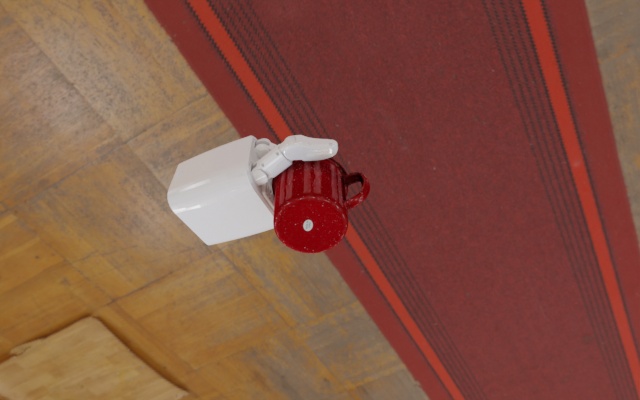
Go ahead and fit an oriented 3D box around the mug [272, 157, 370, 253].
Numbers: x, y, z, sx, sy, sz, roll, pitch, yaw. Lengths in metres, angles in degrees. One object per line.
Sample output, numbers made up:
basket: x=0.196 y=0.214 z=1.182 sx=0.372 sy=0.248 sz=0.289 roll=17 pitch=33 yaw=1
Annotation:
mug: x=0.001 y=0.002 z=0.538 sx=0.117 sy=0.093 sz=0.081 roll=-17 pitch=34 yaw=10
